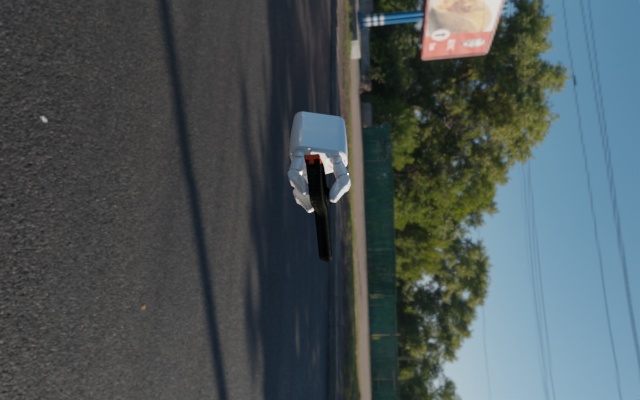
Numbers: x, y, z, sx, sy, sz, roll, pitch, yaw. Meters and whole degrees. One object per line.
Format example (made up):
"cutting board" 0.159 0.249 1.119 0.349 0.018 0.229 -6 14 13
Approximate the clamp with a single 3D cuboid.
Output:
"clamp" 0.001 0.002 0.889 0.036 0.164 0.210 -5 -37 6
